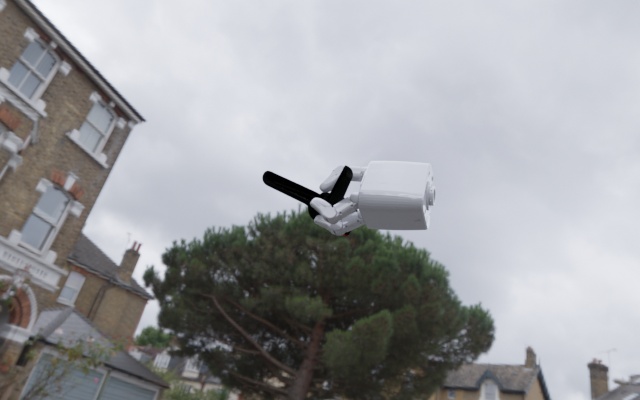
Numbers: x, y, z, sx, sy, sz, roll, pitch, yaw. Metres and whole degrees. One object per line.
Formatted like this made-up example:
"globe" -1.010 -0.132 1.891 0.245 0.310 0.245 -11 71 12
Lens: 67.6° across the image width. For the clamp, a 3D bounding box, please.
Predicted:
"clamp" 0.001 0.002 0.856 0.164 0.036 0.210 3 -30 21
